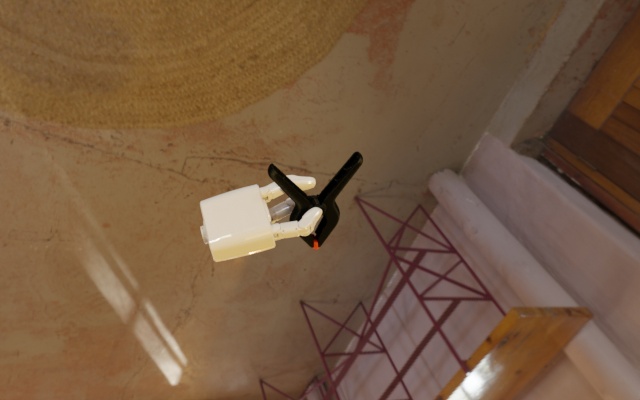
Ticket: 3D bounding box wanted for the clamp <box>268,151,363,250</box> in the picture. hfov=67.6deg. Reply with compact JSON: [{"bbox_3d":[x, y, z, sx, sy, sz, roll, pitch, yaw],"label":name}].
[{"bbox_3d":[0.000,0.004,0.859,0.164,0.210,0.036,-14,42,-8],"label":"clamp"}]
